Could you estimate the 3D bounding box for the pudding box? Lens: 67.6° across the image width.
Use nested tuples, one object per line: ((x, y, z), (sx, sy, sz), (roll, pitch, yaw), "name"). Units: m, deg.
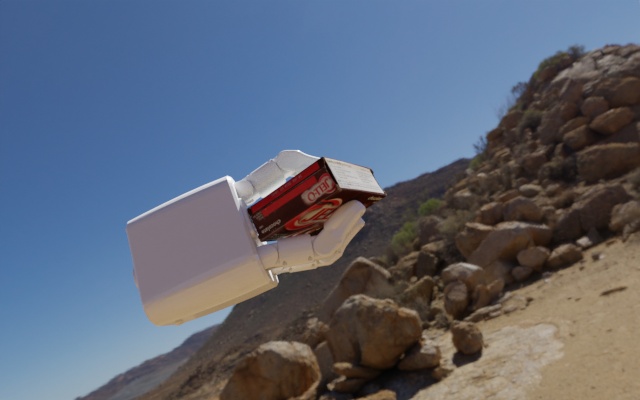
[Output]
((0.000, 0.001, 0.449), (0.090, 0.039, 0.113), (-32, -14, 23), "pudding box")
